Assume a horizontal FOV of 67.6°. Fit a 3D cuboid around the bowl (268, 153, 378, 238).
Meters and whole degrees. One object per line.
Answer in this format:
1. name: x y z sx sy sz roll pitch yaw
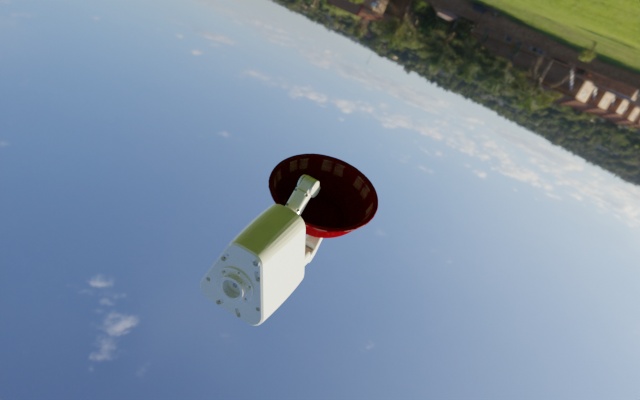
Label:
1. bowl: 0.001 0.002 0.702 0.162 0.055 0.162 9 43 -9
